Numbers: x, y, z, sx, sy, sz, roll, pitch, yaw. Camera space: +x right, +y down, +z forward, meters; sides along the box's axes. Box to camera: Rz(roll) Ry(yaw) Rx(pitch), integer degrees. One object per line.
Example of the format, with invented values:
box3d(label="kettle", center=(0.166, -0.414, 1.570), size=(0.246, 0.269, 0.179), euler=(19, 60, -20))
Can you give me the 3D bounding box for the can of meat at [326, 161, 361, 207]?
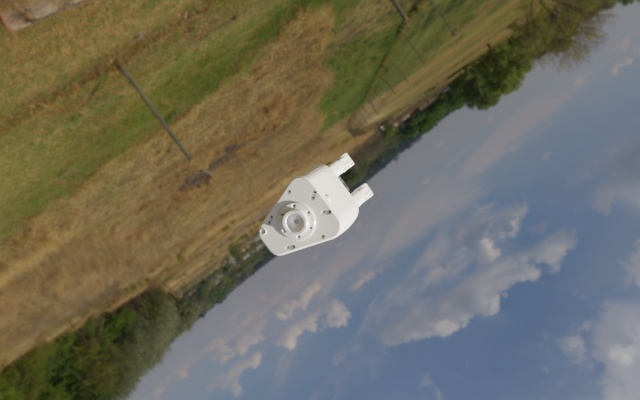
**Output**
box3d(label="can of meat", center=(0.000, 0.003, 0.752), size=(0.102, 0.084, 0.057), euler=(-36, 0, 15))
